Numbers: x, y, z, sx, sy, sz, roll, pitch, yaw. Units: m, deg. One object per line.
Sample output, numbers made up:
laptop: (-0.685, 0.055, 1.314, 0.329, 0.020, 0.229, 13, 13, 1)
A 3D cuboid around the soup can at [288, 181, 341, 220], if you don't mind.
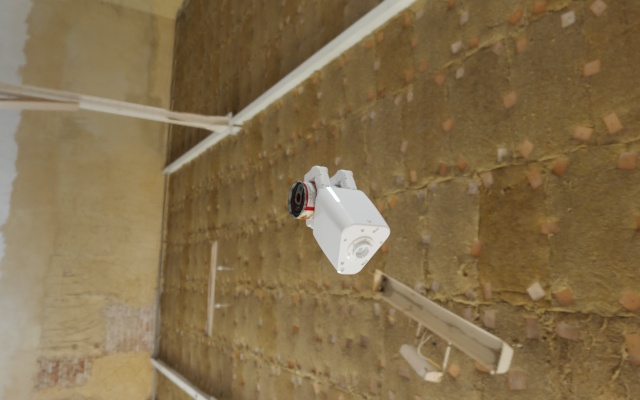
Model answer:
soup can: (0.000, 0.003, 0.875, 0.102, 0.068, 0.068, 6, -3, -30)
